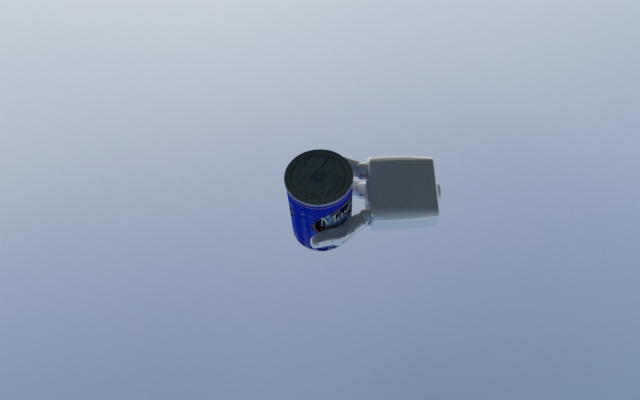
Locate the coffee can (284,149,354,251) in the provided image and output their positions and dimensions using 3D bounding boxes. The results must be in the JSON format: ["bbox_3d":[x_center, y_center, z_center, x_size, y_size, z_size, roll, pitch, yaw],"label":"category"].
[{"bbox_3d":[0.000,0.002,0.757,0.103,0.102,0.140,0,-34,3],"label":"coffee can"}]
